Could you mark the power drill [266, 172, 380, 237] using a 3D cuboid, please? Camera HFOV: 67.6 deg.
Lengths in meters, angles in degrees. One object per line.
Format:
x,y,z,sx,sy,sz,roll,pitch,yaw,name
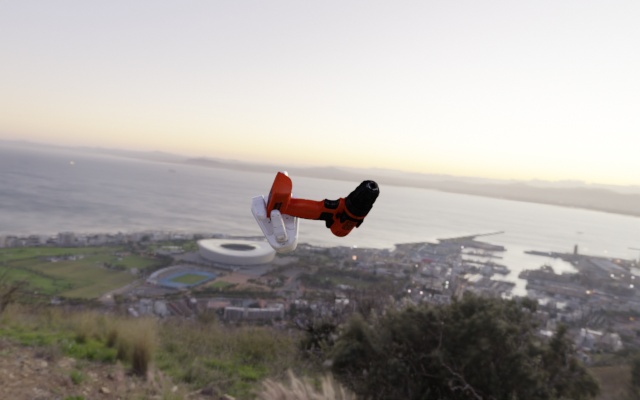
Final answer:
0.000,0.003,0.893,0.187,0.057,0.184,14,-34,-12,power drill
